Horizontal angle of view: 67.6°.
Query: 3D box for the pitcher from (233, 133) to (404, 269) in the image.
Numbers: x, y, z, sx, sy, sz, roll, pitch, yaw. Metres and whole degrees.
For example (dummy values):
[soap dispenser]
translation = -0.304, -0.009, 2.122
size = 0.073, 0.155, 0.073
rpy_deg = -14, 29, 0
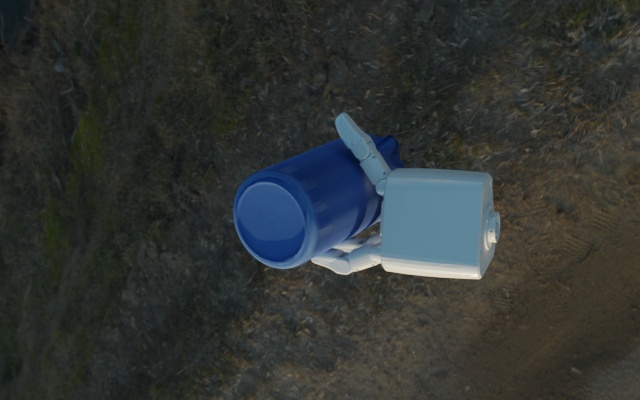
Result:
[pitcher]
translation = 0.000, 0.002, 0.598
size = 0.145, 0.149, 0.243
rpy_deg = 5, 16, 29
